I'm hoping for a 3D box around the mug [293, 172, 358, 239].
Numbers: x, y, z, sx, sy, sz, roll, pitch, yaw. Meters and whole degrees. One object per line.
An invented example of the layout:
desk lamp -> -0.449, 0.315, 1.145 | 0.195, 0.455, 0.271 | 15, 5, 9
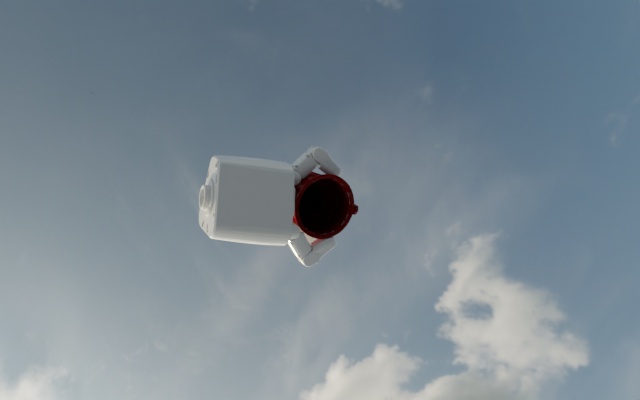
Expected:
mug -> 0.001, 0.002, 0.705 | 0.117, 0.093, 0.081 | 7, 9, -28
